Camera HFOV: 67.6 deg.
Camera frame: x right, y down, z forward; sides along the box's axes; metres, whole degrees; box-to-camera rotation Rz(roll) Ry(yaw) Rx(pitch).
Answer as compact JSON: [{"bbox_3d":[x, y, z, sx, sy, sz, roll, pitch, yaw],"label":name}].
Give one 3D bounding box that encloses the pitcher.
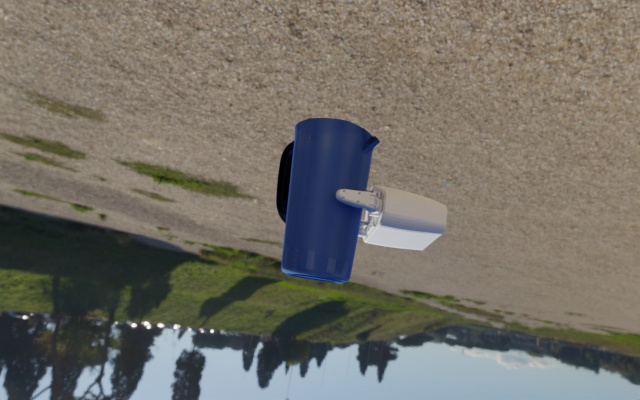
[{"bbox_3d":[0.000,0.003,0.759,0.145,0.242,0.149,10,-11,-7],"label":"pitcher"}]
